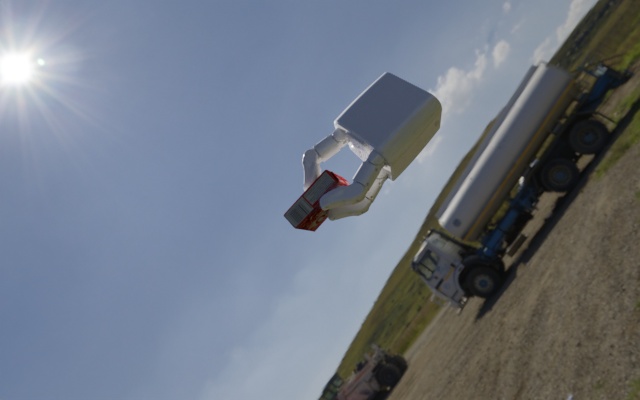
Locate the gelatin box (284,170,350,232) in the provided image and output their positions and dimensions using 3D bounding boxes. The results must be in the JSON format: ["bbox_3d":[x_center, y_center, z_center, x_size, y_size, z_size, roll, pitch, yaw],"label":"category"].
[{"bbox_3d":[0.000,0.002,0.662,0.030,0.089,0.073,46,9,18],"label":"gelatin box"}]
